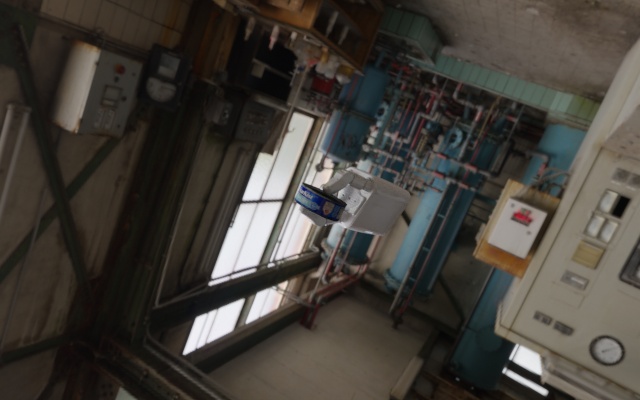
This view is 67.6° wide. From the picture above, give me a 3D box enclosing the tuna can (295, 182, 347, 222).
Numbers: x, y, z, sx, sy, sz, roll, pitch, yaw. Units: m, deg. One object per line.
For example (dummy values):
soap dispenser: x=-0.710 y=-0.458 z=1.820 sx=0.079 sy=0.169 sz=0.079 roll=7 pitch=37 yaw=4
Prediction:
tuna can: x=0.000 y=0.003 z=0.812 sx=0.086 sy=0.034 sz=0.086 roll=26 pitch=7 yaw=-3
